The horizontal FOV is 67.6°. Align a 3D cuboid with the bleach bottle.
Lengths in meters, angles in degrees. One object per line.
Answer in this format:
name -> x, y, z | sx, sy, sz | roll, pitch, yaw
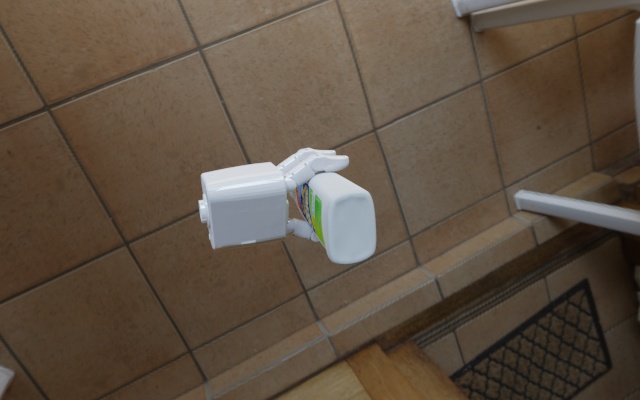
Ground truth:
bleach bottle -> 0.000, 0.002, 0.711 | 0.068, 0.102, 0.250 | -9, 18, -17
